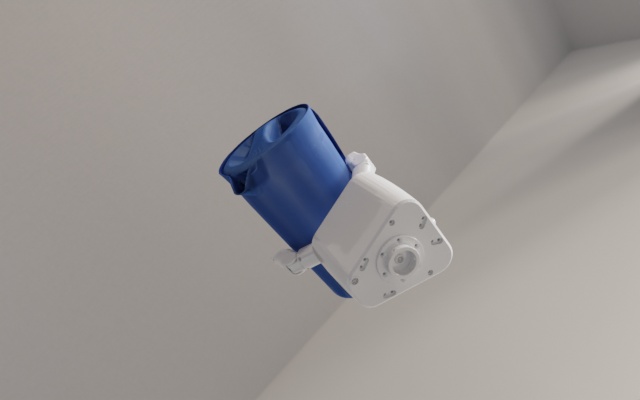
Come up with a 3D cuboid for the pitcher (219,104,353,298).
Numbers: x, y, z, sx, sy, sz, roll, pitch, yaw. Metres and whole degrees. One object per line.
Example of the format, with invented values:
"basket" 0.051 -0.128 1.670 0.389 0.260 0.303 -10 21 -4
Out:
"pitcher" 0.000 0.002 0.617 0.149 0.243 0.145 -40 23 -4
